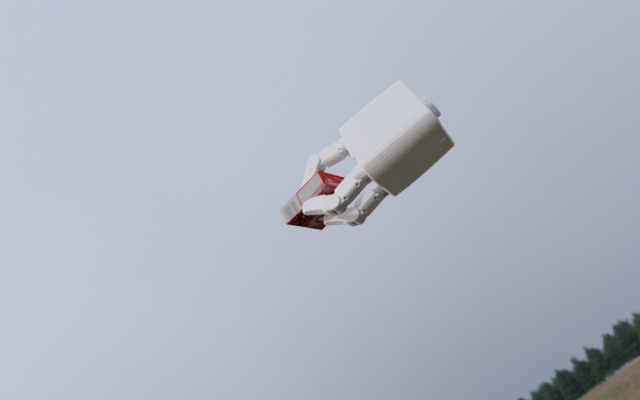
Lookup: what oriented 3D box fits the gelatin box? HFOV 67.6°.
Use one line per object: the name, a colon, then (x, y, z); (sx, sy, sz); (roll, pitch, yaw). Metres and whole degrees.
gelatin box: (0.000, 0.002, 0.662); (0.073, 0.030, 0.089); (13, -48, -47)
